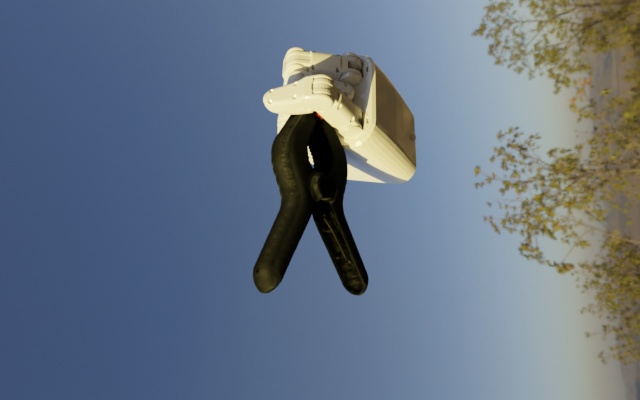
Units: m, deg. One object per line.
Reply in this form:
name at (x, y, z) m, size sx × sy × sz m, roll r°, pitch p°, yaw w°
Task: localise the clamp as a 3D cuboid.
clamp at (0.000, 0.001, 0.403) m, size 0.039 × 0.171 × 0.120 m, roll -9°, pitch -24°, yaw 36°
